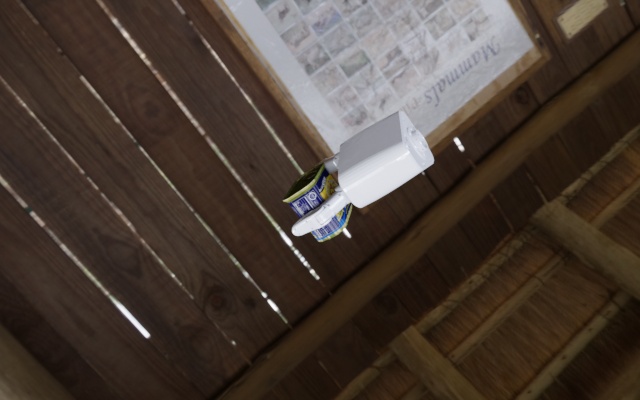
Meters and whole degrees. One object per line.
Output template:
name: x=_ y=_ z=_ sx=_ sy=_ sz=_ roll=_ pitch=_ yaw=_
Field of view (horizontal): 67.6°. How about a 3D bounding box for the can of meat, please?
can of meat: x=0.000 y=0.003 z=0.709 sx=0.057 sy=0.084 sz=0.102 roll=-32 pitch=14 yaw=23
